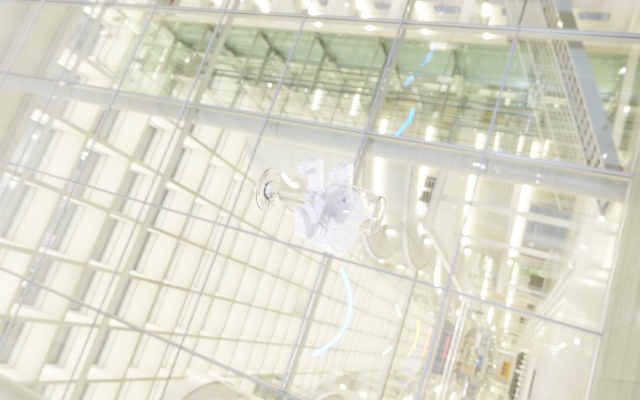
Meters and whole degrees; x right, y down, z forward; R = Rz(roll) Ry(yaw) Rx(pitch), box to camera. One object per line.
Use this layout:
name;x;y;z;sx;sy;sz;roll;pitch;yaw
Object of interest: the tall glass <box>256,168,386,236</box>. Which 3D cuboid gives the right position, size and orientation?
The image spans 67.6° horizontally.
tall glass;-0.001;0.002;0.765;0.201;0.079;0.079;13;6;24
